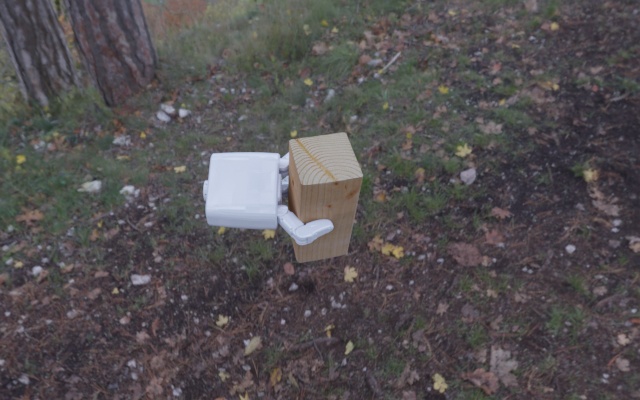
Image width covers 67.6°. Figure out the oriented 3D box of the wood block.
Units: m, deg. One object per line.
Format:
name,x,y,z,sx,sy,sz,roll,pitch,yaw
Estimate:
wood block,0.000,0.003,0.756,0.090,0.090,0.206,-9,-36,-11
